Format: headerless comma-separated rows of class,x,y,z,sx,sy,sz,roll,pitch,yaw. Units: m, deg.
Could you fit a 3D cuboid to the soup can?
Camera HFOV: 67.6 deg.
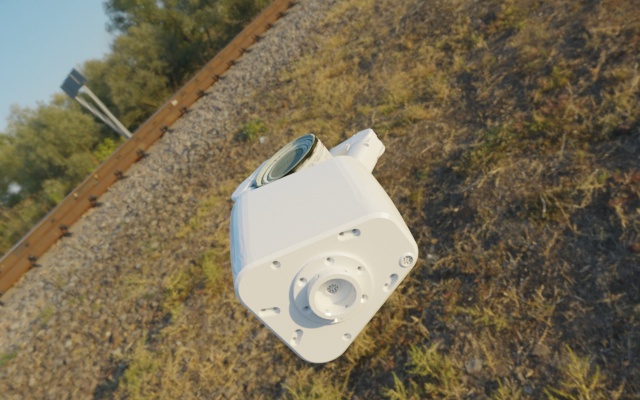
soup can,0.000,0.001,0.418,0.102,0.068,0.068,49,-24,-23
